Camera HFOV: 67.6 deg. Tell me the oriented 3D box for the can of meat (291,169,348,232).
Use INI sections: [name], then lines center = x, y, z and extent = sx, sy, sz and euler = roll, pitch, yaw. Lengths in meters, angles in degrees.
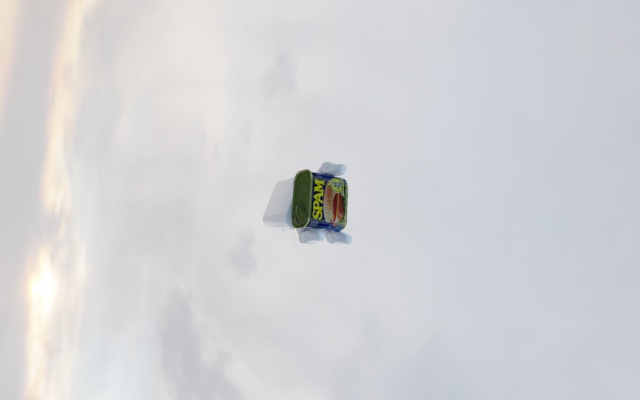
[can of meat]
center = 0.000, 0.003, 0.840
extent = 0.084, 0.102, 0.057
euler = 10, -11, -33
